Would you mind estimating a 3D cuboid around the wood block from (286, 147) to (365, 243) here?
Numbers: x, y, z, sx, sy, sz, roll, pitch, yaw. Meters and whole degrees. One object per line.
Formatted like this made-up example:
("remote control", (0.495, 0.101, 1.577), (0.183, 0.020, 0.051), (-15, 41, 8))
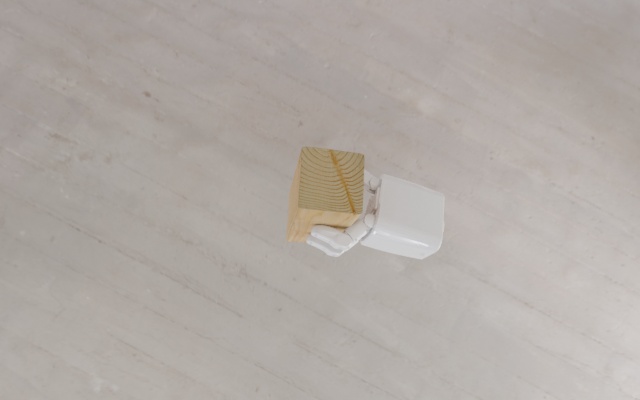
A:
("wood block", (0.001, 0.002, 0.739), (0.090, 0.090, 0.206), (6, -18, -7))
